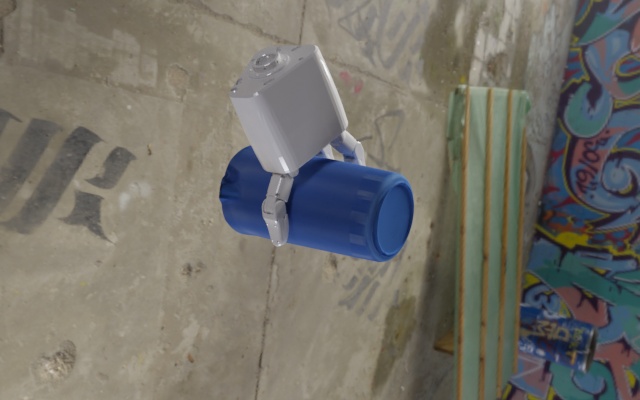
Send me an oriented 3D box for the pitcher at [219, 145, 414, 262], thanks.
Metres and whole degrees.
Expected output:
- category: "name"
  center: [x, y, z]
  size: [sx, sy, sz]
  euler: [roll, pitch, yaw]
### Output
- category: "pitcher"
  center: [0.000, 0.002, 0.638]
  size: [0.243, 0.145, 0.149]
  euler: [12, 50, 36]
